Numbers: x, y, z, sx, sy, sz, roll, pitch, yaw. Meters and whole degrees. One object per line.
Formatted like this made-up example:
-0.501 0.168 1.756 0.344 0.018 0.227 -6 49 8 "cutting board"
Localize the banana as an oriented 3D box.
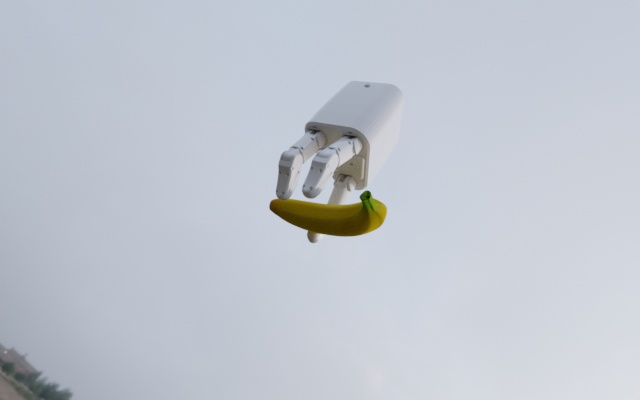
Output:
0.014 0.014 0.556 0.070 0.037 0.198 47 -29 -23 "banana"
